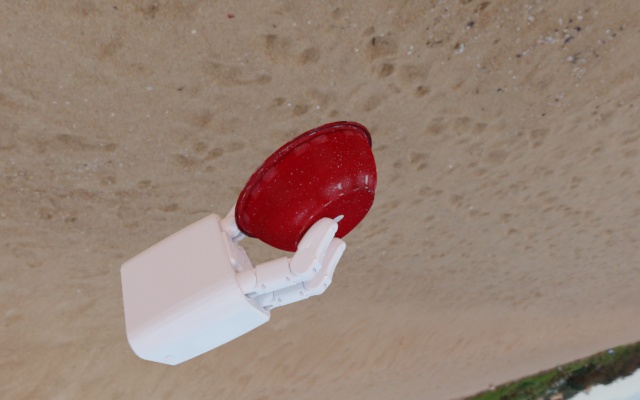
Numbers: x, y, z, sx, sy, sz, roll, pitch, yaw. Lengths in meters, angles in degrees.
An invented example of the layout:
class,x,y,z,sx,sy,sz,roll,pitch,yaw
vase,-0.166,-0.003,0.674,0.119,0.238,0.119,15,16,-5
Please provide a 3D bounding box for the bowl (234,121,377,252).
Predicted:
class,x,y,z,sx,sy,sz,roll,pitch,yaw
bowl,0.001,0.001,0.466,0.162,0.055,0.162,-30,-27,-17
